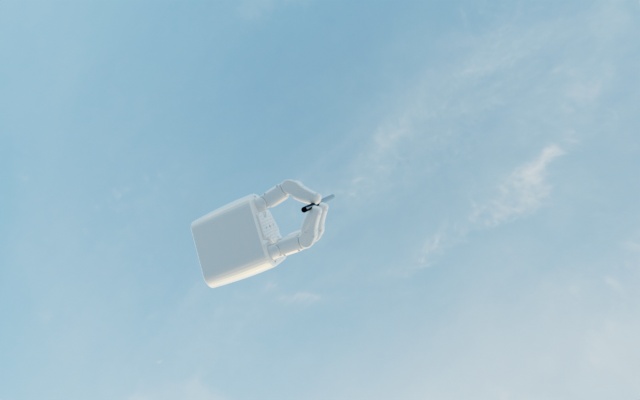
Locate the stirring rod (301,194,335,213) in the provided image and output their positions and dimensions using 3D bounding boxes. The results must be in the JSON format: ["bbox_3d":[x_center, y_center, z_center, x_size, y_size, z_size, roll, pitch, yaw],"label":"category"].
[{"bbox_3d":[0.000,0.002,0.744,0.011,0.011,0.239,0,5,10],"label":"stirring rod"}]
